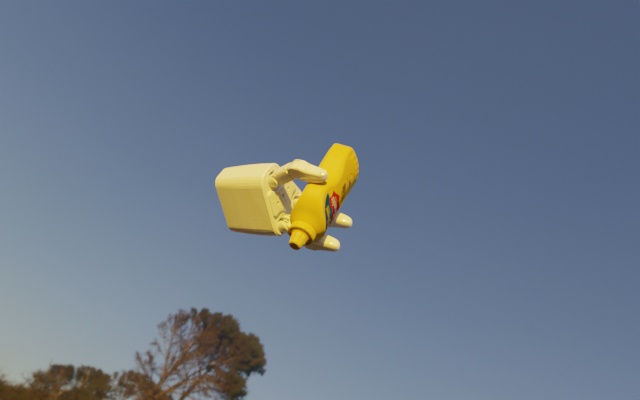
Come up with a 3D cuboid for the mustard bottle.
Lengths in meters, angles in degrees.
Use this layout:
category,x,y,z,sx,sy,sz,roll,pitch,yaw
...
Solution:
category,x,y,z,sx,sy,sz,roll,pitch,yaw
mustard bottle,0.001,0.002,0.743,0.058,0.096,0.191,19,48,15
